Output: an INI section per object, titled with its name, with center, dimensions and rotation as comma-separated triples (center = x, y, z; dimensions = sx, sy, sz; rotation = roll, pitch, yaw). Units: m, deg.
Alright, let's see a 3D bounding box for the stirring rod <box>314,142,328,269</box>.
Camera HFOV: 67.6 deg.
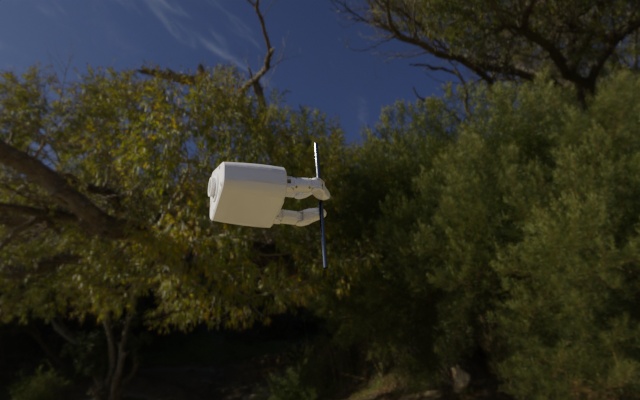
[stirring rod]
center = 0.000, 0.003, 0.839
dimensions = 0.011, 0.239, 0.011
rotation = -4, -25, -2
